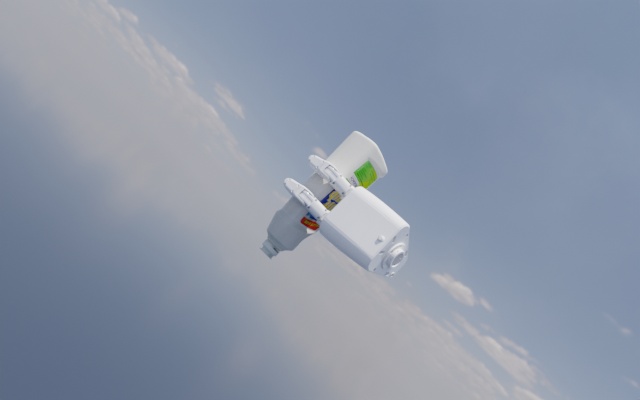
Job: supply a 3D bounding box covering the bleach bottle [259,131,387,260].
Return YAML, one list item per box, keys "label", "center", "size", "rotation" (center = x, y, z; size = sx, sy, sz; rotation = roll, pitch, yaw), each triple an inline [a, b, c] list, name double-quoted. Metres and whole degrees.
- label: "bleach bottle"
  center: [0.000, 0.003, 0.801]
  size: [0.068, 0.251, 0.103]
  rotation: [39, -10, 33]
